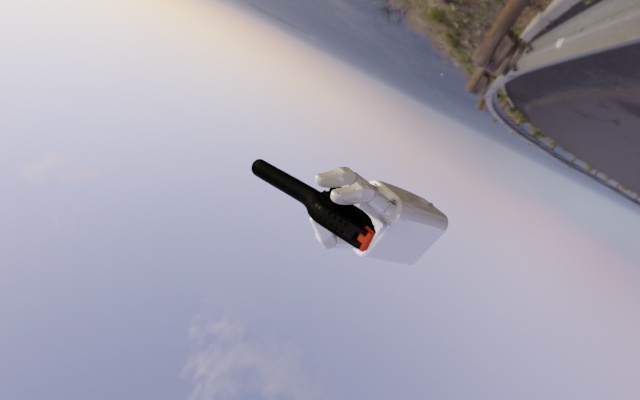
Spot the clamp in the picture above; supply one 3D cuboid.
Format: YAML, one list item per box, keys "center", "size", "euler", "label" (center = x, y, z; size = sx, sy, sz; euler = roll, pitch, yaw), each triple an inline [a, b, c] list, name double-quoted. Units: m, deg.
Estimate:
- center: [0.000, 0.003, 0.665]
  size: [0.164, 0.036, 0.210]
  euler: [14, 19, -31]
  label: "clamp"
